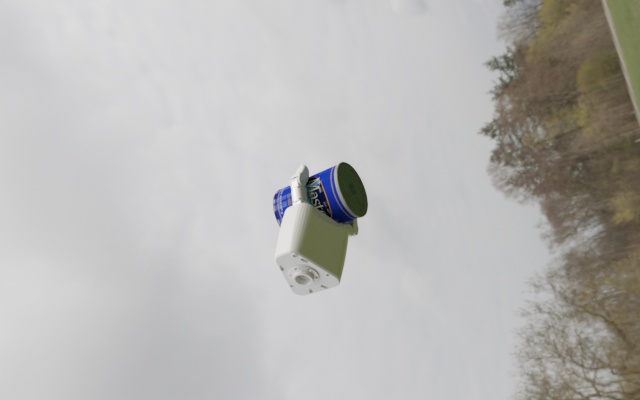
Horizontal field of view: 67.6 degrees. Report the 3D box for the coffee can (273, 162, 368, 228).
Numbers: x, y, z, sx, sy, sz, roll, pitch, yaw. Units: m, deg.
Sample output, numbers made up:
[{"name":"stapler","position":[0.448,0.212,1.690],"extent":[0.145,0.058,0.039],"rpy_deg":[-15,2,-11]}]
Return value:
[{"name":"coffee can","position":[0.000,0.003,0.864],"extent":[0.140,0.103,0.103],"rpy_deg":[-22,-11,28]}]
